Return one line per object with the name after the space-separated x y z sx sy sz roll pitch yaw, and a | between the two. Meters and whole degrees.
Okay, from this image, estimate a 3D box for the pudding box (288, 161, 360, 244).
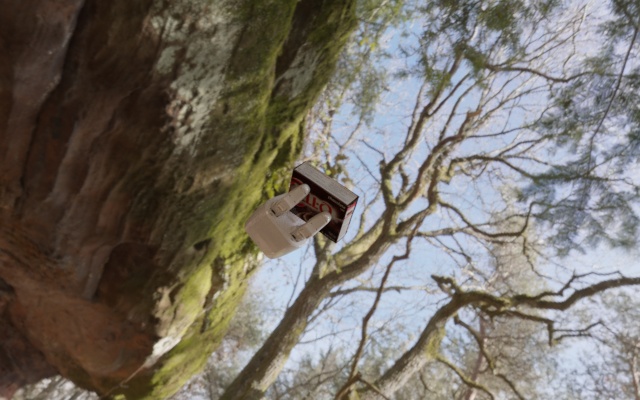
0.000 0.002 0.772 0.113 0.090 0.039 33 48 17 | pudding box
